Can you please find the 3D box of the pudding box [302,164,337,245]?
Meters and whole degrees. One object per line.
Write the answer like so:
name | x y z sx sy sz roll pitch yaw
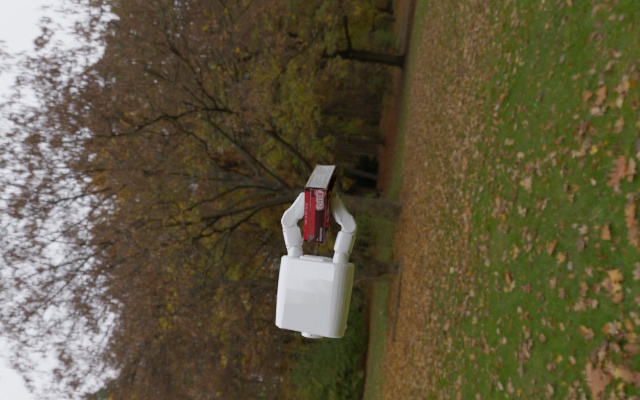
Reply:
pudding box | 0.000 0.002 0.734 0.039 0.090 0.113 6 23 5
